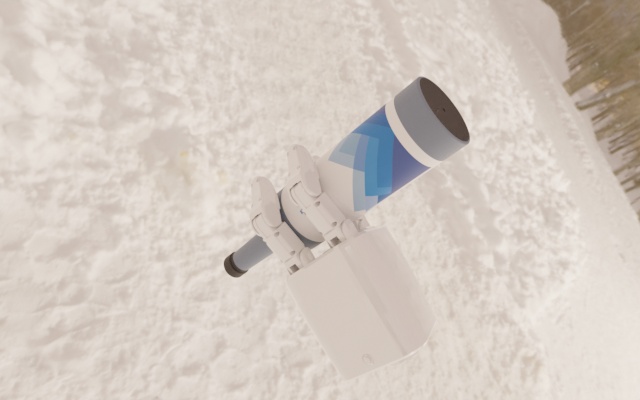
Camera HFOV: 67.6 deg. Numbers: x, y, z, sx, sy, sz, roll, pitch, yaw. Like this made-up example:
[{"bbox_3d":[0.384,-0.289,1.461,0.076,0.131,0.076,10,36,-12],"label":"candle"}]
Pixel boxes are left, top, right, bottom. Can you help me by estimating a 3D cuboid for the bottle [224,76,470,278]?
[{"bbox_3d":[0.000,0.001,0.459,0.296,0.069,0.069,-37,-22,33],"label":"bottle"}]
